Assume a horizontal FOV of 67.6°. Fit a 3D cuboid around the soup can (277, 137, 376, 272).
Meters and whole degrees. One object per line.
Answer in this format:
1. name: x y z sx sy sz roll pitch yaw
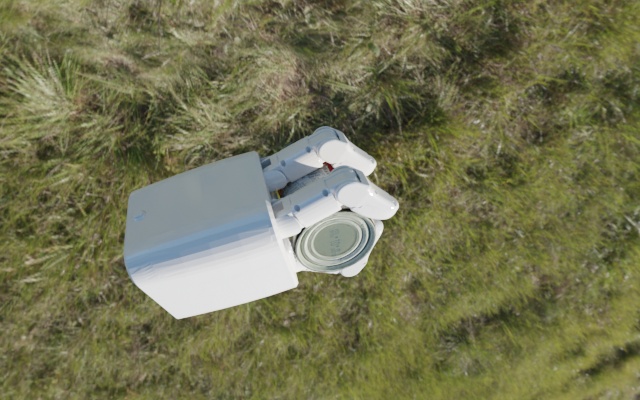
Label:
1. soup can: 0.001 0.001 0.403 0.068 0.068 0.102 0 39 -18
